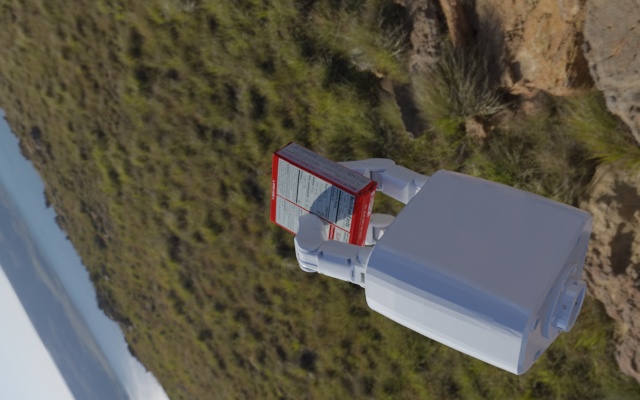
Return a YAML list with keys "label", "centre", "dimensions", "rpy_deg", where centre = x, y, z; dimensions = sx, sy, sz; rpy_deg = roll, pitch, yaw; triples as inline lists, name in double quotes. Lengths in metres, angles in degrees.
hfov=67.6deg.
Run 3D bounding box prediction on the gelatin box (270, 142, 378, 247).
- label: "gelatin box"
  centre: [0.000, 0.001, 0.402]
  dimensions: [0.089, 0.073, 0.030]
  rpy_deg: [27, 42, 25]
